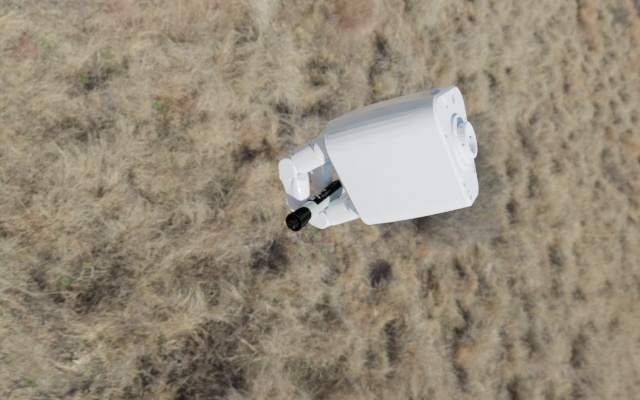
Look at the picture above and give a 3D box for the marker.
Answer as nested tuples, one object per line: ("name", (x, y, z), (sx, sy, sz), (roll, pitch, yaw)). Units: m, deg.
("marker", (0.000, 0.002, 0.495), (0.020, 0.020, 0.121), (0, 20, 30))
